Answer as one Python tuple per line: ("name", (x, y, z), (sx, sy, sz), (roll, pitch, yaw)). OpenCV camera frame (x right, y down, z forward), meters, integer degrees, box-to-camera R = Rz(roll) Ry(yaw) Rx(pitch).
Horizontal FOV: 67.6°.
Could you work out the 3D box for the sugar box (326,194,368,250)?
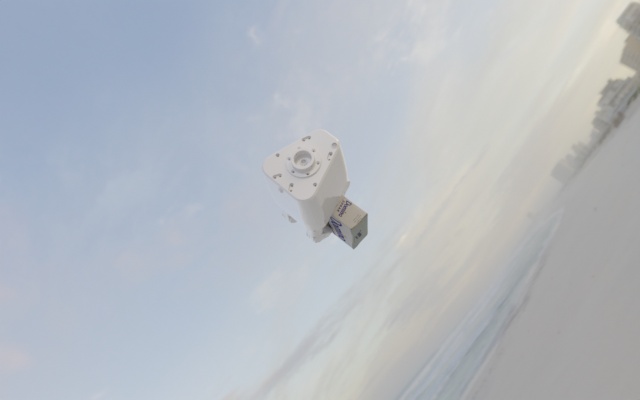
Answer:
("sugar box", (0.000, 0.003, 0.804), (0.176, 0.048, 0.093), (40, -15, 21))
